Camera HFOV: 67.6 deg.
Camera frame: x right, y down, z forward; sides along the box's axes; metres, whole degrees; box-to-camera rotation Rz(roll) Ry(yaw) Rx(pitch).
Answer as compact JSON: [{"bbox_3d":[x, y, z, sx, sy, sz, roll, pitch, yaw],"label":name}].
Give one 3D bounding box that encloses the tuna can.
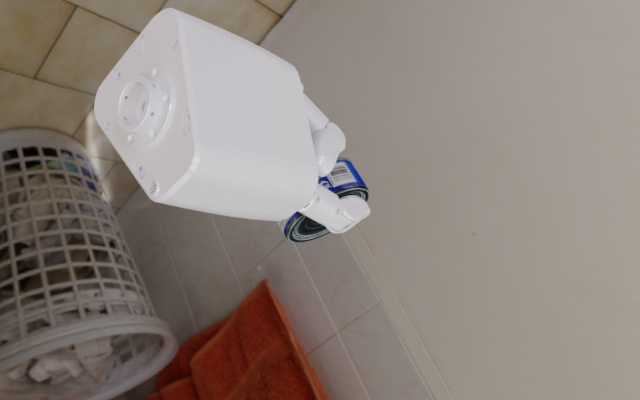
[{"bbox_3d":[0.000,0.002,0.426,0.086,0.033,0.086,-26,-22,-12],"label":"tuna can"}]
